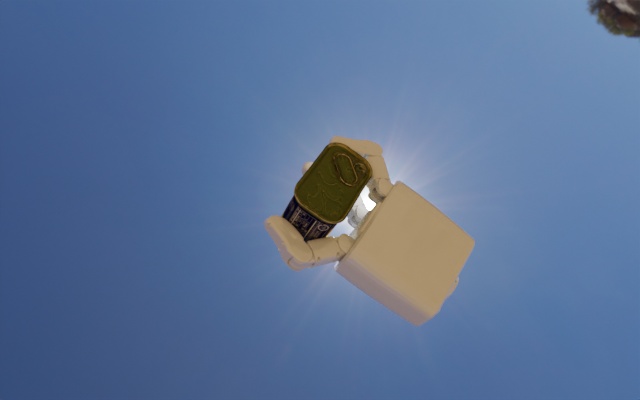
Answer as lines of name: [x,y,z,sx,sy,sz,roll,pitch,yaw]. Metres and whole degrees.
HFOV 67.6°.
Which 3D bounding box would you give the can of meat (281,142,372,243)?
can of meat: [0.000,0.002,0.505,0.057,0.102,0.084,35,-41,0]
